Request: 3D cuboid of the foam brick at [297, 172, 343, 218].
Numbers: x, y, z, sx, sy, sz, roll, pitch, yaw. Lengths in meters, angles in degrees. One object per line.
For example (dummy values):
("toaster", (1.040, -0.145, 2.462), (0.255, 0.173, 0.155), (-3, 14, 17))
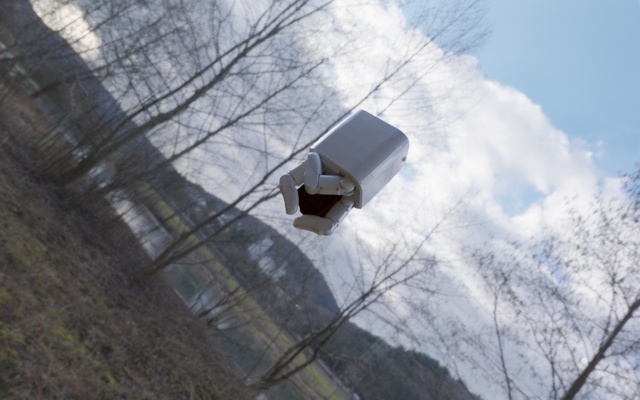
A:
("foam brick", (0.000, 0.003, 0.730), (0.053, 0.051, 0.078), (43, -15, 19))
